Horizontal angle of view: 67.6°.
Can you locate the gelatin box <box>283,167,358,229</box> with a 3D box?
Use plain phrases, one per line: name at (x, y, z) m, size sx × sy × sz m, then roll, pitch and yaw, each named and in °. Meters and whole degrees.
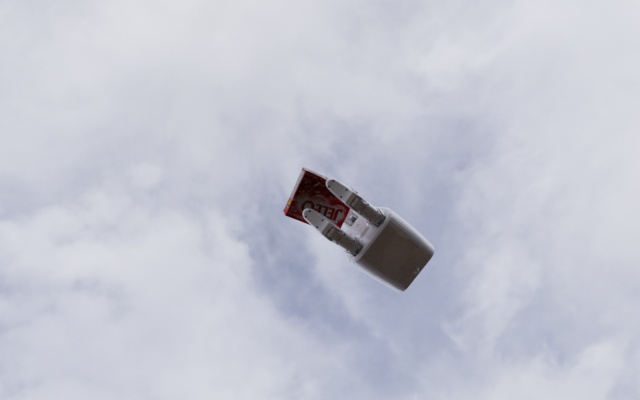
gelatin box at (0.000, 0.002, 0.703) m, size 0.089 × 0.073 × 0.030 m, roll 23°, pitch 9°, yaw -17°
